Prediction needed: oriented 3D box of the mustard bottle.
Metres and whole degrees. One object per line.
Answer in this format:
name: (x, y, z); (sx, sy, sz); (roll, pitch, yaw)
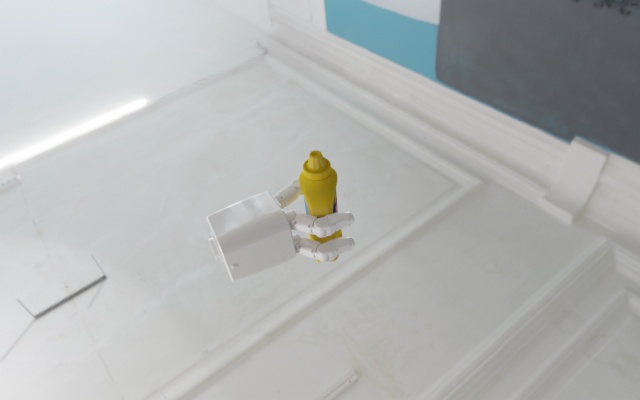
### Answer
mustard bottle: (0.000, 0.003, 0.740); (0.058, 0.192, 0.096); (-4, 44, 3)
